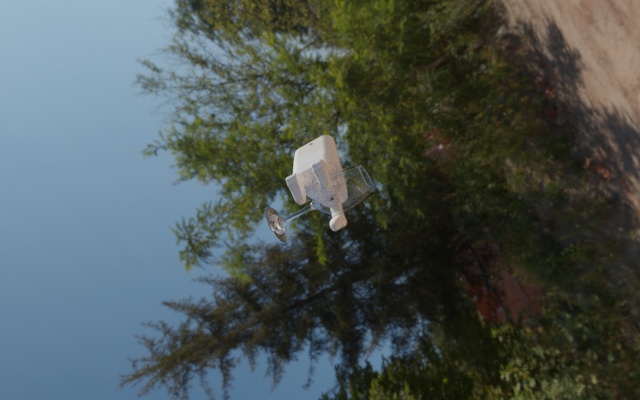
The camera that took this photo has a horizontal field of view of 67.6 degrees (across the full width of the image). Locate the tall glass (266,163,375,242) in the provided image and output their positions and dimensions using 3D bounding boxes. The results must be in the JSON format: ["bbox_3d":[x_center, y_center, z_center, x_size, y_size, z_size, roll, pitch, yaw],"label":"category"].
[{"bbox_3d":[0.000,0.003,0.896,0.201,0.079,0.079,-27,-8,17],"label":"tall glass"}]
